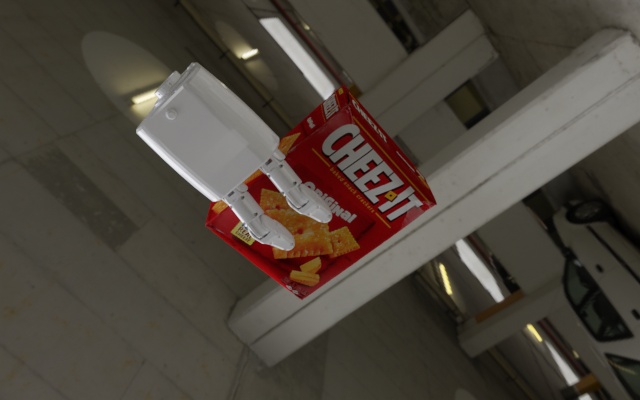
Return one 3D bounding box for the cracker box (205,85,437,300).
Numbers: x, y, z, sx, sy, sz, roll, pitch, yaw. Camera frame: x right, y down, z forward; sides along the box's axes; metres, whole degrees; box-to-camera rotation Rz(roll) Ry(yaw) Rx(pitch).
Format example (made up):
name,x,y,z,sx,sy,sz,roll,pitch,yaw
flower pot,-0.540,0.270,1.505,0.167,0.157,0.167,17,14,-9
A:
name,x,y,z,sx,sy,sz,roll,pitch,yaw
cracker box,0.000,0.002,0.561,0.214,0.164,0.072,-38,26,18
